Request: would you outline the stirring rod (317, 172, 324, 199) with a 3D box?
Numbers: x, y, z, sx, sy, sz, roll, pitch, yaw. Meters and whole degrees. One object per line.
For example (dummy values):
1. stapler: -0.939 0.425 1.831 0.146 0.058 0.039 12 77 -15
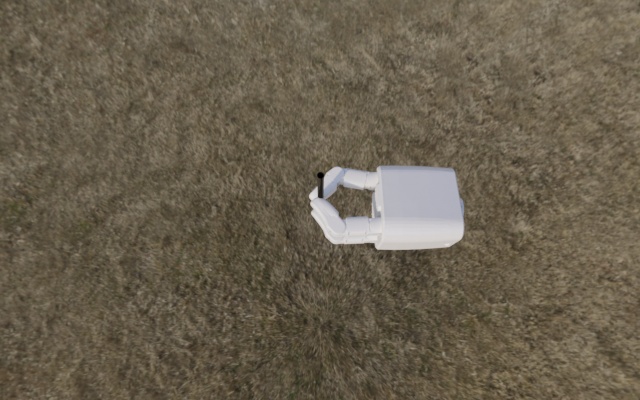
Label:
1. stirring rod: 0.000 0.002 0.656 0.011 0.011 0.239 0 -15 0
